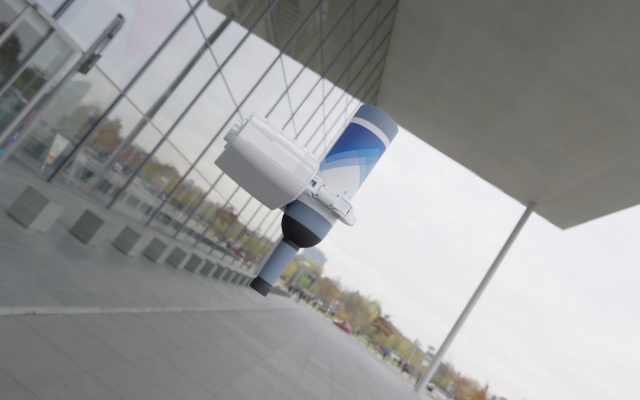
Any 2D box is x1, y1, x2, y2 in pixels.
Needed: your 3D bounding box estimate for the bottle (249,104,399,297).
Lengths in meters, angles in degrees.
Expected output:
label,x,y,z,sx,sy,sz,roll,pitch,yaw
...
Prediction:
label,x,y,z,sx,sy,sz,roll,pitch,yaw
bottle,0.000,0.002,0.658,0.069,0.295,0.069,34,-10,7
